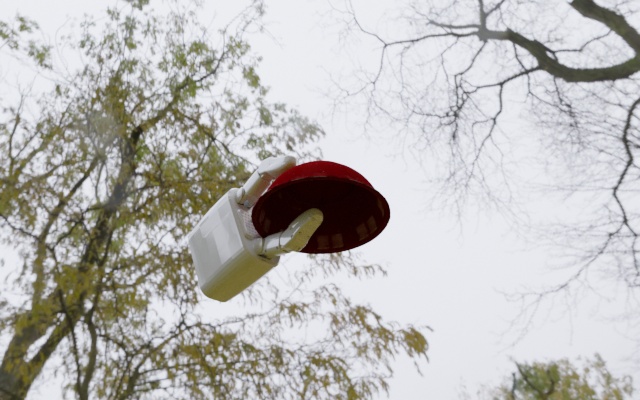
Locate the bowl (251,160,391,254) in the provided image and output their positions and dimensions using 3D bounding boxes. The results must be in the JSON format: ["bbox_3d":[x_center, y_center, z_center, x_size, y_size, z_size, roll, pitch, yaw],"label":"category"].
[{"bbox_3d":[0.001,0.001,0.570,0.162,0.055,0.162,-1,-36,-1],"label":"bowl"}]
